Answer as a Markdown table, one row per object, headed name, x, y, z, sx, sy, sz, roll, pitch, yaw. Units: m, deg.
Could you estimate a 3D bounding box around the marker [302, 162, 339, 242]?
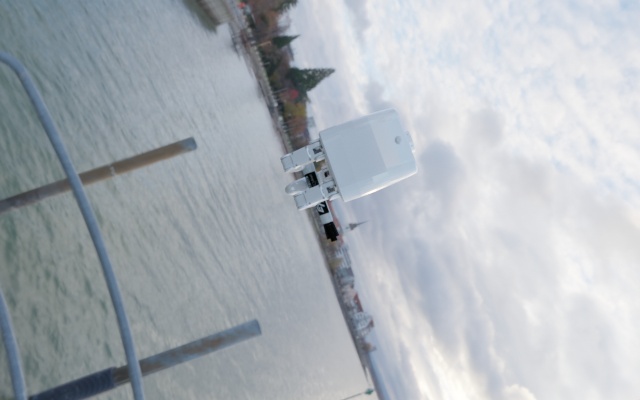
| name | x | y | z | sx | sy | sz | roll | pitch | yaw |
| --- | --- | --- | --- | --- | --- | --- | --- | --- | --- |
| marker | 0.000 | 0.002 | 0.697 | 0.020 | 0.121 | 0.020 | -20 | -3 | -1 |
